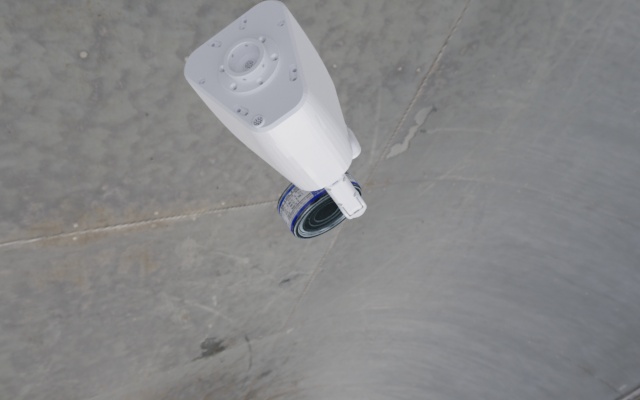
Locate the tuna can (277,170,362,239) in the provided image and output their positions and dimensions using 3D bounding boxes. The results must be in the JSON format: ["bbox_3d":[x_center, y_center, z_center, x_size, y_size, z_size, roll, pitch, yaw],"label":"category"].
[{"bbox_3d":[0.000,0.002,0.495,0.086,0.033,0.086,-29,-26,-15],"label":"tuna can"}]
